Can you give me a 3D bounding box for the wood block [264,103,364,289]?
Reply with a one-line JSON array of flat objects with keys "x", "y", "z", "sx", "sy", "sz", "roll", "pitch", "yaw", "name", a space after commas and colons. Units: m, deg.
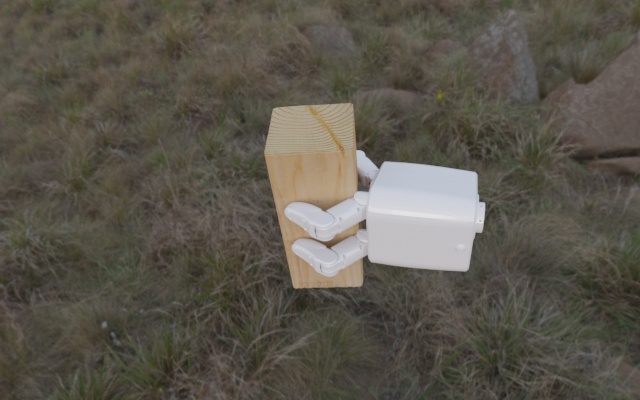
[{"x": 0.000, "y": 0.001, "z": 0.556, "sx": 0.090, "sy": 0.206, "sz": 0.090, "roll": -3, "pitch": 41, "yaw": 6, "name": "wood block"}]
